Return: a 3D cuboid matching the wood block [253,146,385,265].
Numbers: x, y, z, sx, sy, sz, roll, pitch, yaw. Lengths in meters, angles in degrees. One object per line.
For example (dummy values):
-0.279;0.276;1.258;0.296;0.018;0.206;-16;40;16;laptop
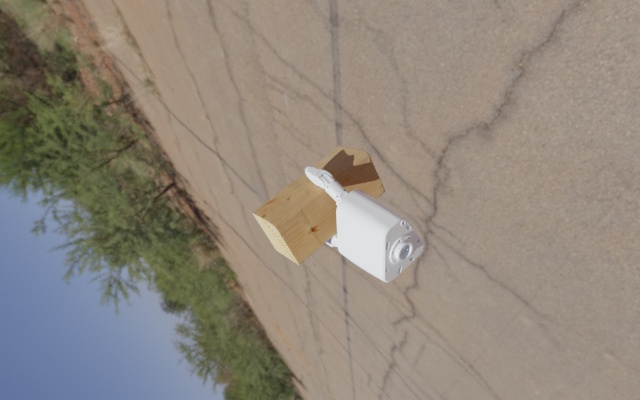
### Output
0.000;0.003;0.833;0.206;0.091;0.090;-39;31;-18;wood block
